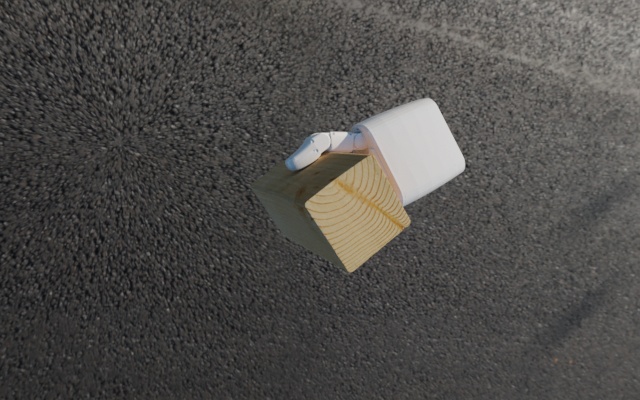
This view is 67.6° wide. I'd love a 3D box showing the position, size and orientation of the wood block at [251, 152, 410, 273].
[{"bbox_3d":[0.000,0.001,0.569,0.090,0.091,0.206,-37,18,-15],"label":"wood block"}]
